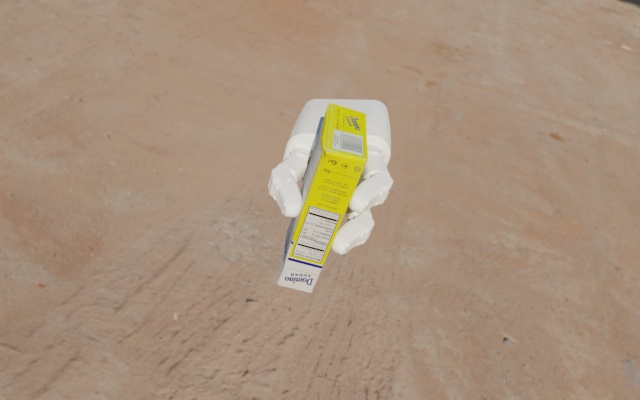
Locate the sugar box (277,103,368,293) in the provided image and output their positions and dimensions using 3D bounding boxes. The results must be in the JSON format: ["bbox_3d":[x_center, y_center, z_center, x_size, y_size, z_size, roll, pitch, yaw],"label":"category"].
[{"bbox_3d":[0.001,0.002,0.488,0.048,0.176,0.093,14,37,-5],"label":"sugar box"}]
